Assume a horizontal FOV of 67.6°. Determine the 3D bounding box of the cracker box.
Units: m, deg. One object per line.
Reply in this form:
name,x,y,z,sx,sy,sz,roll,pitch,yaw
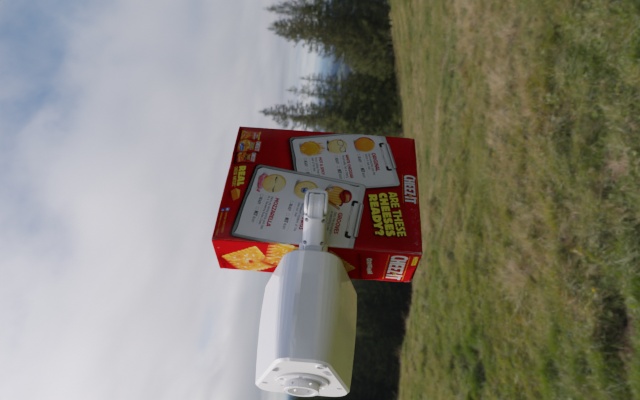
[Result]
cracker box,0.000,0.002,0.547,0.214,0.164,0.072,4,-37,1
